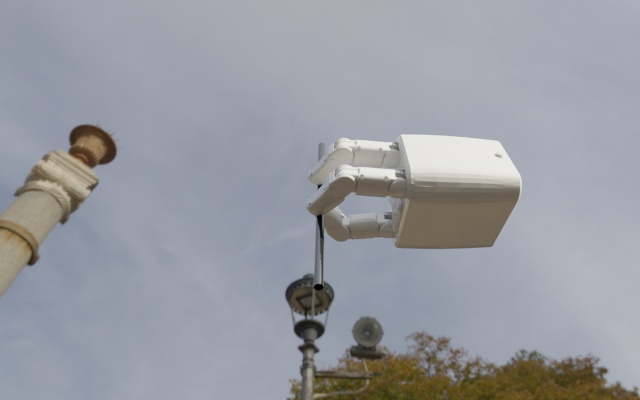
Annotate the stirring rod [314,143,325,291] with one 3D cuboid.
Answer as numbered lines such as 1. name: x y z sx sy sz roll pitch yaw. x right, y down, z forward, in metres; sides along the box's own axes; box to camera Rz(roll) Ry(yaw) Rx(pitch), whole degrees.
1. stirring rod: 0.000 0.002 0.486 0.011 0.011 0.239 0 35 1
